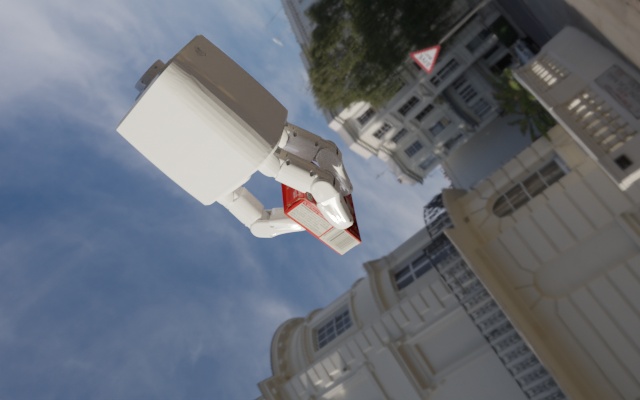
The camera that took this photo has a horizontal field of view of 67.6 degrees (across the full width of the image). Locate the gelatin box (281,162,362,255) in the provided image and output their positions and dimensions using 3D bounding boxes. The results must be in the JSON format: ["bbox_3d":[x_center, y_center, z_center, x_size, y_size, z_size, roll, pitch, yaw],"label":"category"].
[{"bbox_3d":[0.000,0.002,0.476,0.030,0.073,0.089,-35,-53,22],"label":"gelatin box"}]
